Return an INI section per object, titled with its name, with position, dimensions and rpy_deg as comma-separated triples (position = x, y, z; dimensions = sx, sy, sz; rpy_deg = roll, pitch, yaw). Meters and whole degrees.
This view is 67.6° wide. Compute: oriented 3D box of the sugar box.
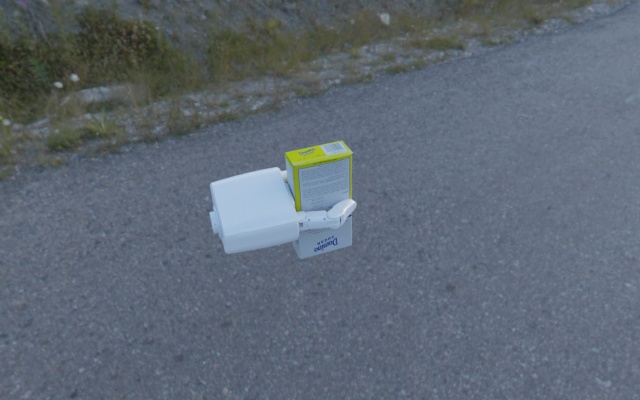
[sugar box]
position = 0.000, 0.002, 0.732
dimensions = 0.093, 0.176, 0.048
rpy_deg = -13, 39, -16
